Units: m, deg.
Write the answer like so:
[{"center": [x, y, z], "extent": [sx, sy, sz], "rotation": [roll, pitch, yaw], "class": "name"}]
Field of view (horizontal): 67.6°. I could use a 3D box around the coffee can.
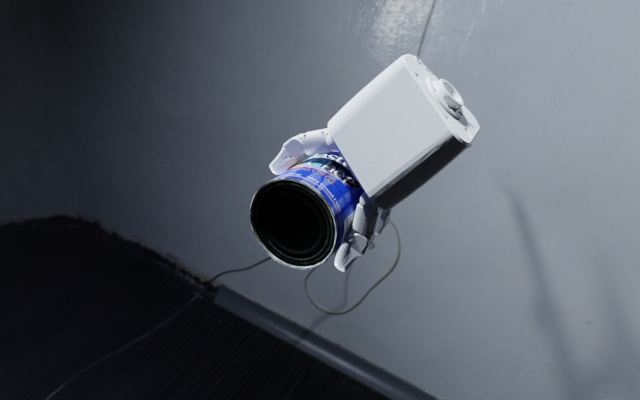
[{"center": [0.000, 0.002, 0.548], "extent": [0.103, 0.103, 0.140], "rotation": [0, 20, 27], "class": "coffee can"}]
